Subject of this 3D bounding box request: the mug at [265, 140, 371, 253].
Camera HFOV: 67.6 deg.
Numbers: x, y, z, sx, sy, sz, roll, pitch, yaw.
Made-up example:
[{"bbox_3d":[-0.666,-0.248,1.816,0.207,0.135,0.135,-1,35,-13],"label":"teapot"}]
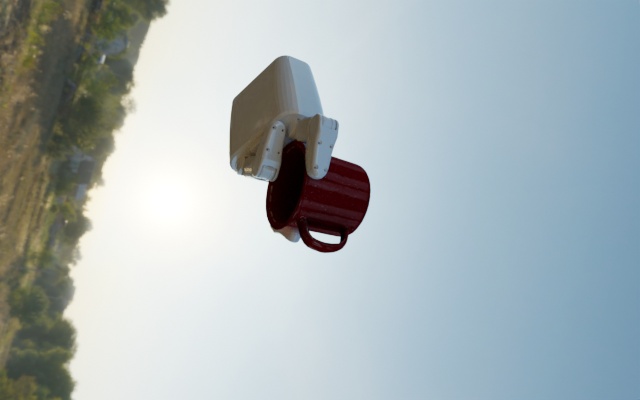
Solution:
[{"bbox_3d":[0.000,0.003,0.493,0.081,0.117,0.093,14,-44,-28],"label":"mug"}]
